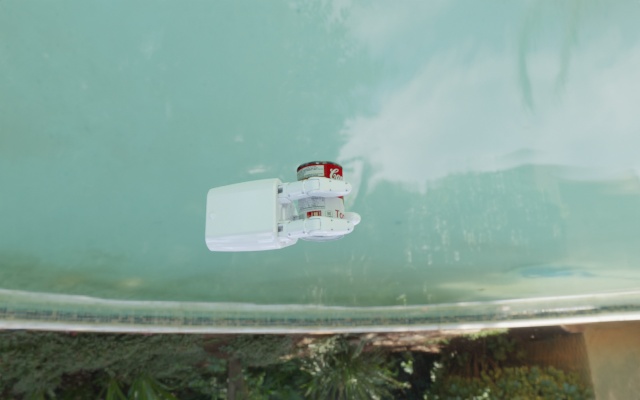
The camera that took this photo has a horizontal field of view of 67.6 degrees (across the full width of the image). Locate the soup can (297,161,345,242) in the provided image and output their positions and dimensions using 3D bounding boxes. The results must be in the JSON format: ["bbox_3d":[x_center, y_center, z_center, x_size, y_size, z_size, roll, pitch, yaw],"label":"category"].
[{"bbox_3d":[0.001,0.003,0.684,0.068,0.102,0.068,-1,-17,0],"label":"soup can"}]
